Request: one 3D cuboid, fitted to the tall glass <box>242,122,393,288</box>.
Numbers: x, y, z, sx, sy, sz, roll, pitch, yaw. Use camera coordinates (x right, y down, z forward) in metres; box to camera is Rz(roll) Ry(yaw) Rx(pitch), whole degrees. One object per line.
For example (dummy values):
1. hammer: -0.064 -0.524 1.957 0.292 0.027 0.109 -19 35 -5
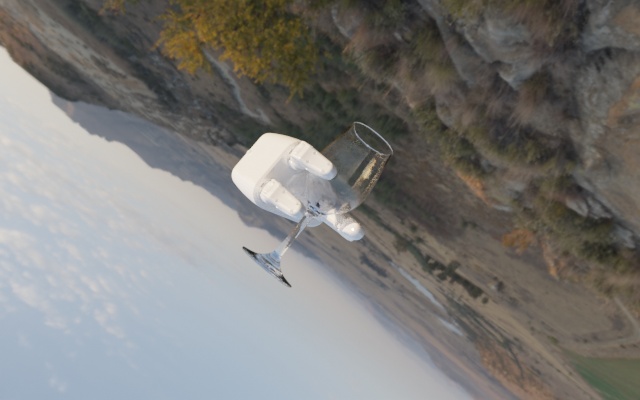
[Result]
1. tall glass: 0.000 0.002 0.565 0.079 0.201 0.079 39 -6 5
